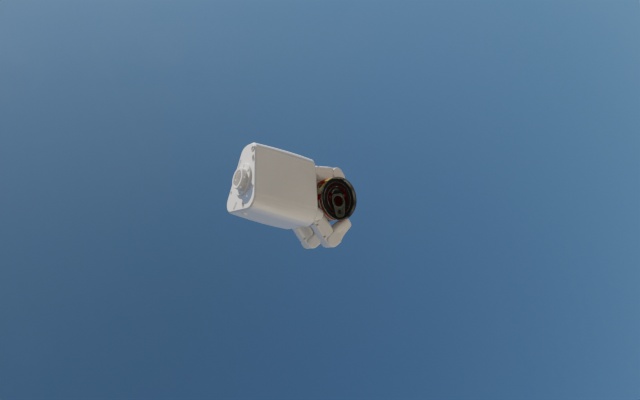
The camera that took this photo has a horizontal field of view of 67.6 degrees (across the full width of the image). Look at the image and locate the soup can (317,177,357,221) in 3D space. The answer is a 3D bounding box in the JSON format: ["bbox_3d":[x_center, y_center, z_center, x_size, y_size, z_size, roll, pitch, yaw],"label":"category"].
[{"bbox_3d":[0.000,0.003,0.773,0.068,0.068,0.102,0,-7,-36],"label":"soup can"}]
